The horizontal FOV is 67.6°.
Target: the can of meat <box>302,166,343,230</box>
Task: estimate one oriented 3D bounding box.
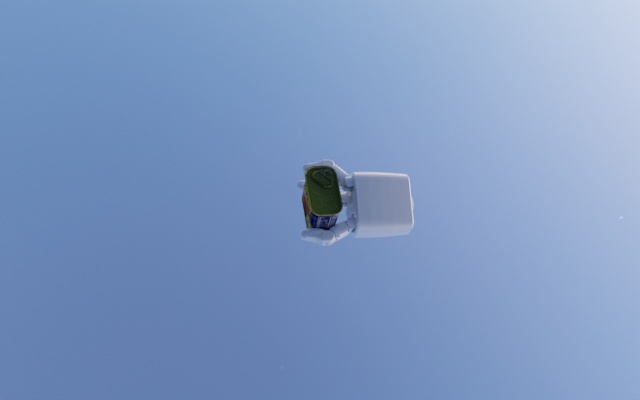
[{"bbox_3d":[0.000,0.003,0.854,0.057,0.102,0.084,-4,-31,-11],"label":"can of meat"}]
